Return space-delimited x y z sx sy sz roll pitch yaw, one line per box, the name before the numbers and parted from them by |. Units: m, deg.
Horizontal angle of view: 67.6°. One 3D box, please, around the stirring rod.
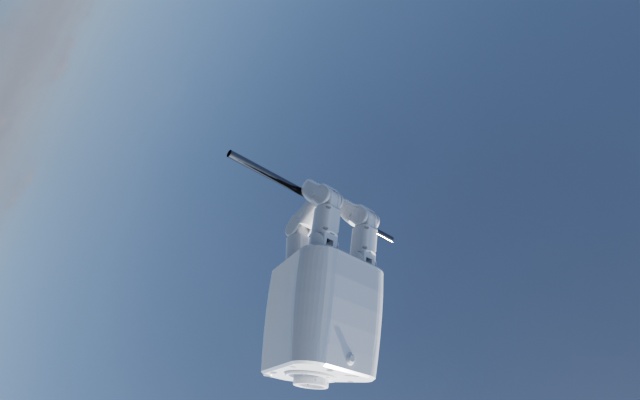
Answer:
stirring rod | 0.000 0.002 0.525 0.239 0.011 0.011 28 -17 -34
